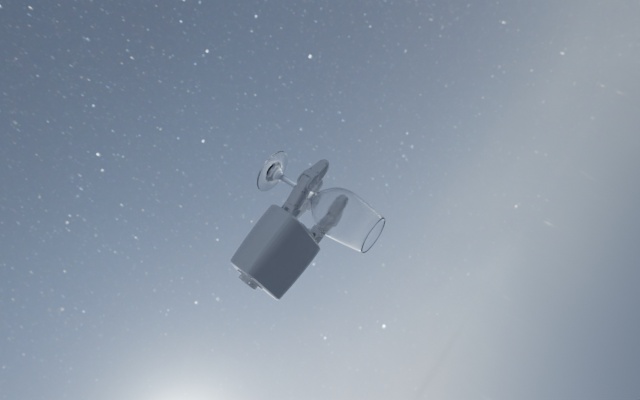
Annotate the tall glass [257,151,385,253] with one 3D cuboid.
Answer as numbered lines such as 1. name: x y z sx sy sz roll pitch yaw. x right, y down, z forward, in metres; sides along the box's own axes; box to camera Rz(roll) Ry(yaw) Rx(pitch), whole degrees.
1. tall glass: 0.000 0.002 0.738 0.201 0.079 0.079 32 13 21
